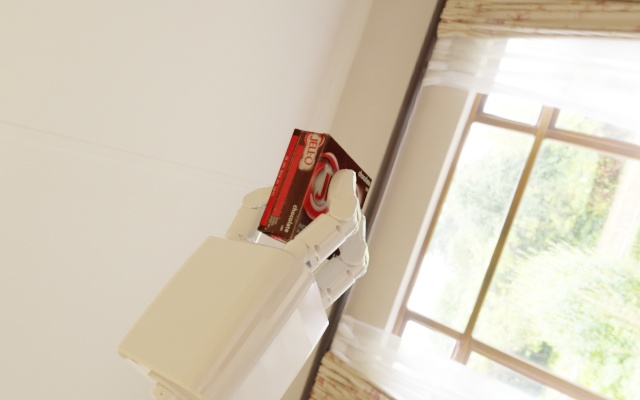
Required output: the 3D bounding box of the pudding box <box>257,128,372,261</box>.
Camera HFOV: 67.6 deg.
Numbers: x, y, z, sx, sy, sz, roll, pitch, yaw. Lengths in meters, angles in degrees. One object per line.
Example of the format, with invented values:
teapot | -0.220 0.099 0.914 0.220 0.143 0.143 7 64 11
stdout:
pudding box | 0.000 0.001 0.415 0.039 0.090 0.113 16 -9 26
